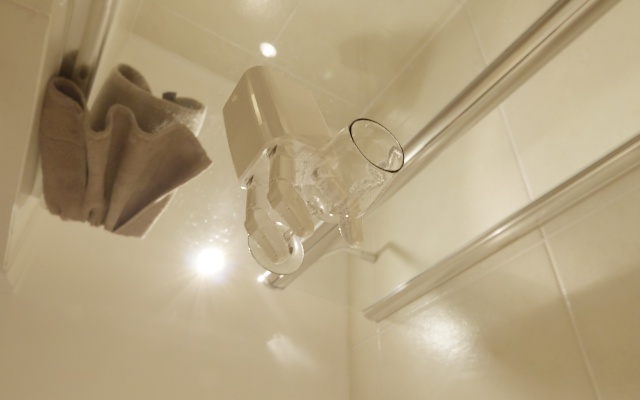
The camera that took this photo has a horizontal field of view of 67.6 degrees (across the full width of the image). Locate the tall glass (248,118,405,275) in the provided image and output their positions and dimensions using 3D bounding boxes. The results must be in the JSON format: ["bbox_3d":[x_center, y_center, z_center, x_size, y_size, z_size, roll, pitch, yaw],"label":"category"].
[{"bbox_3d":[0.000,0.002,0.498,0.079,0.079,0.201,0,-32,-38],"label":"tall glass"}]
